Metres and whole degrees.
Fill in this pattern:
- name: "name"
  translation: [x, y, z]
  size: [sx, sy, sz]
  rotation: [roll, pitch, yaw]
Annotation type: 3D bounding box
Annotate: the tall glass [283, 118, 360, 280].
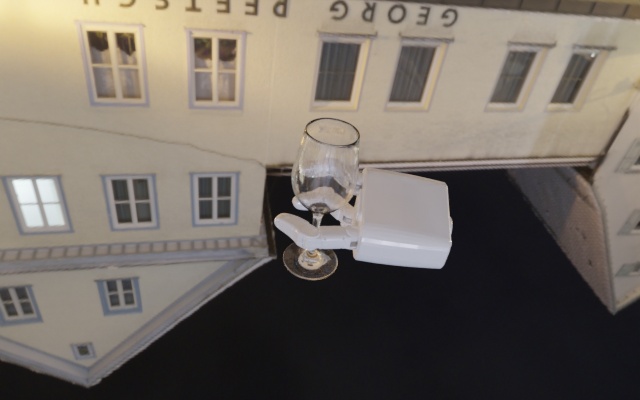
- name: "tall glass"
  translation: [0.000, 0.002, 0.584]
  size: [0.079, 0.201, 0.079]
  rotation: [6, 38, -5]
